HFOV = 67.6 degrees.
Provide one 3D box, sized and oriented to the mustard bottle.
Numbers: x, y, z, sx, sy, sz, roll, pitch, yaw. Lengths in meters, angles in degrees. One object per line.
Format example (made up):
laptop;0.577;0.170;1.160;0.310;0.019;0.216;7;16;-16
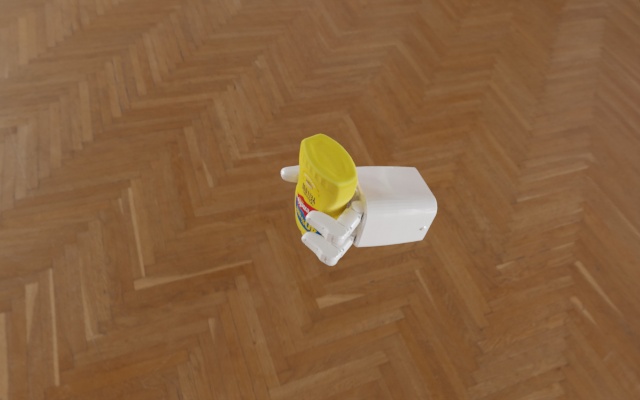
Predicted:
mustard bottle;0.000;0.002;0.689;0.058;0.096;0.192;-24;-30;-25
